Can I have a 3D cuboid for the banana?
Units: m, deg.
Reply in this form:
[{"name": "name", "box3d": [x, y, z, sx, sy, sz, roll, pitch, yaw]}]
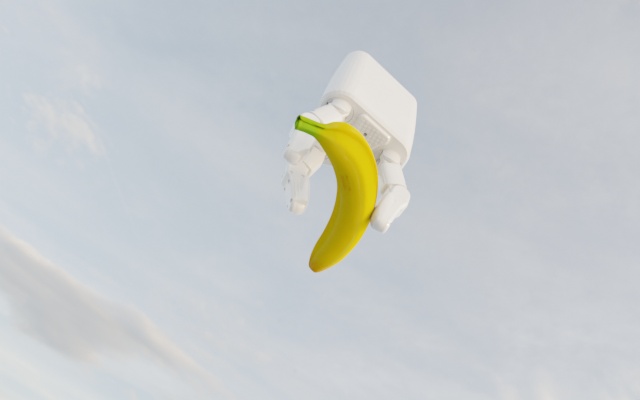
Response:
[{"name": "banana", "box3d": [0.018, 0.000, 0.446, 0.069, 0.198, 0.037, 2, 43, 6]}]
